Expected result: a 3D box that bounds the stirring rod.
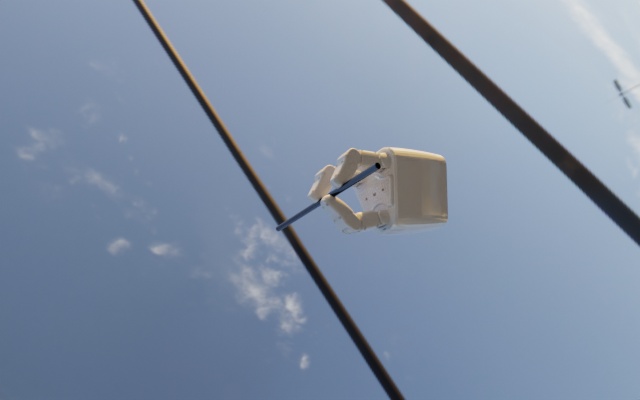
[{"bbox_3d":[0.000,0.002,0.622,0.011,0.011,0.239,0,-20,-34],"label":"stirring rod"}]
